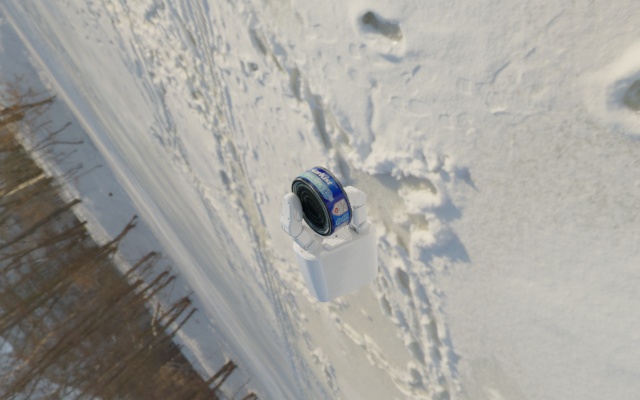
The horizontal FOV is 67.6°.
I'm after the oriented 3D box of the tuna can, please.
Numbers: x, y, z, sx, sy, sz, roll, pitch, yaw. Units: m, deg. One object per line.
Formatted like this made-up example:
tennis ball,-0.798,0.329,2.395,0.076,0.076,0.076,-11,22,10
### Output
tuna can,0.000,0.002,0.601,0.033,0.086,0.086,-31,13,-24
